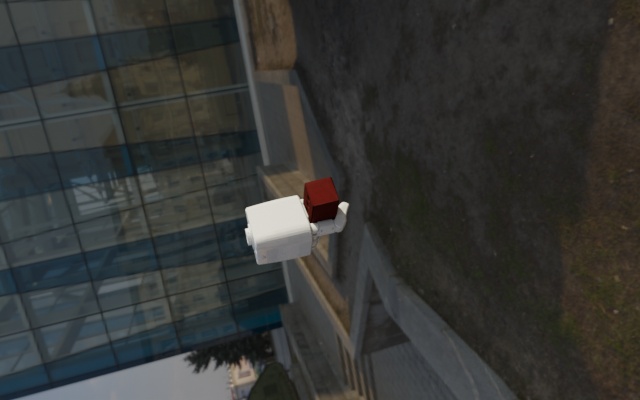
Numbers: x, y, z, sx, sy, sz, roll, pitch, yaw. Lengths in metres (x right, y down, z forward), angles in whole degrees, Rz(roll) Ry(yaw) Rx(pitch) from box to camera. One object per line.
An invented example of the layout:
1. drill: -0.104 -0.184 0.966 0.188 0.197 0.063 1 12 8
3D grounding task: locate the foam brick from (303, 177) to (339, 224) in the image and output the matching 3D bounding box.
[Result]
1. foam brick: 0.000 0.003 0.879 0.051 0.053 0.078 -12 -29 -12
